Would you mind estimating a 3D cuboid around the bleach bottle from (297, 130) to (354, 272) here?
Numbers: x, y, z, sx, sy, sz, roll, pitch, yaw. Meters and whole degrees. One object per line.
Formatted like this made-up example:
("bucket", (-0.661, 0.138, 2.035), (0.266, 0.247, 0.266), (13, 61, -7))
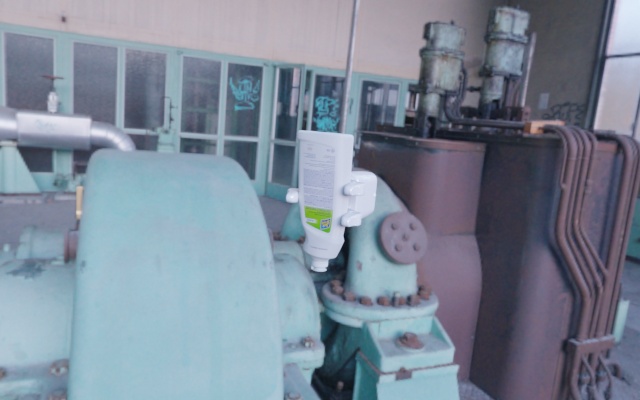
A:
("bleach bottle", (0.000, 0.003, 0.867), (0.102, 0.251, 0.068), (10, 10, 28))
